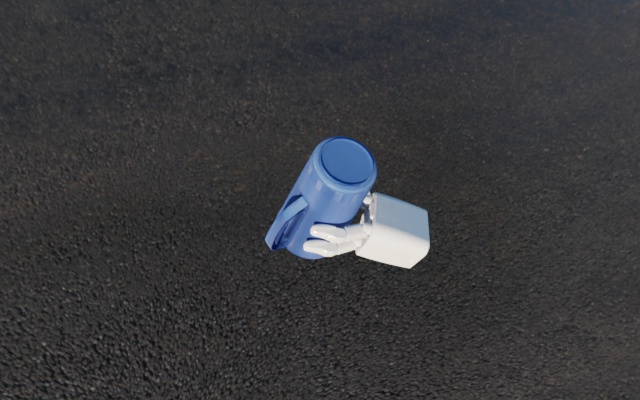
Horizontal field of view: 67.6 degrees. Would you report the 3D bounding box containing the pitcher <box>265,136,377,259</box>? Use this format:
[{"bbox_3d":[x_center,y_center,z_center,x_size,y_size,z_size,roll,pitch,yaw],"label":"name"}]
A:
[{"bbox_3d":[0.000,0.003,0.834,0.145,0.149,0.243,17,-33,-8],"label":"pitcher"}]
